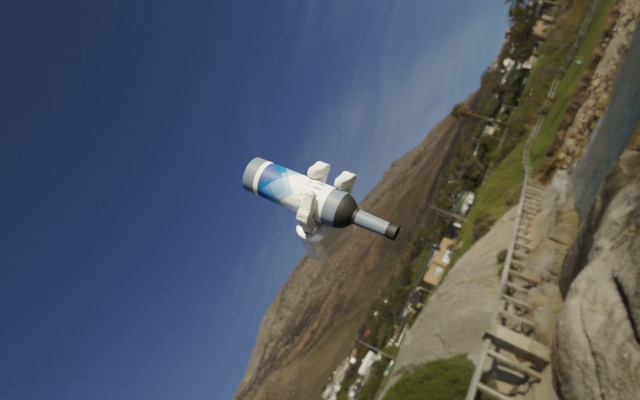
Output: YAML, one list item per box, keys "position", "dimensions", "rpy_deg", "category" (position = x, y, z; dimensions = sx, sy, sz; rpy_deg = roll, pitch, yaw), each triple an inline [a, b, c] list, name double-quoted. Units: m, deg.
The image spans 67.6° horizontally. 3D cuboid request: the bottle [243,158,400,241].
- position: [0.000, 0.003, 0.848]
  dimensions: [0.295, 0.069, 0.069]
  rpy_deg: [22, 8, 20]
  category: "bottle"
